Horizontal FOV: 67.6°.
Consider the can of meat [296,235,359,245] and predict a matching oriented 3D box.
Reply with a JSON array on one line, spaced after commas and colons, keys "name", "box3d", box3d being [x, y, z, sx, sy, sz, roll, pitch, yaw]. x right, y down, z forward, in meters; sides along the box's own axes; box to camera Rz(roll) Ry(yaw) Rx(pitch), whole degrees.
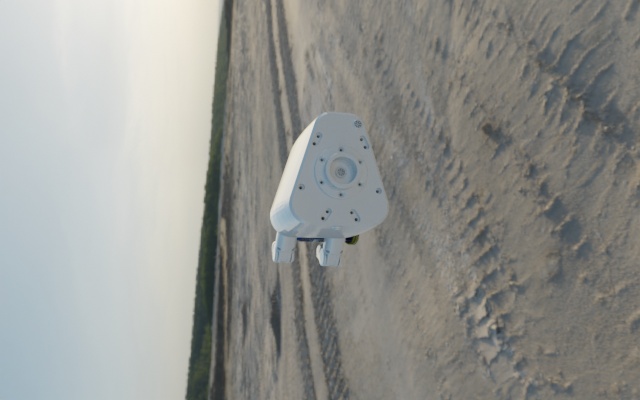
[{"name": "can of meat", "box3d": [0.000, 0.002, 0.576, 0.084, 0.102, 0.057, 2, -6, -13]}]
